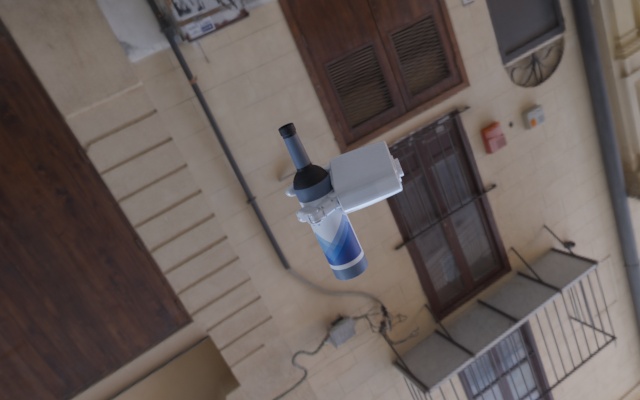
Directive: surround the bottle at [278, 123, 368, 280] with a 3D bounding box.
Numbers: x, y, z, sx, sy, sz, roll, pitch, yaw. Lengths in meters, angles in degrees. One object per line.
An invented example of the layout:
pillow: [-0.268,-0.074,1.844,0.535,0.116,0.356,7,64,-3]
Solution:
bottle: [0.000,0.003,0.837,0.069,0.296,0.069,-22,20,8]
